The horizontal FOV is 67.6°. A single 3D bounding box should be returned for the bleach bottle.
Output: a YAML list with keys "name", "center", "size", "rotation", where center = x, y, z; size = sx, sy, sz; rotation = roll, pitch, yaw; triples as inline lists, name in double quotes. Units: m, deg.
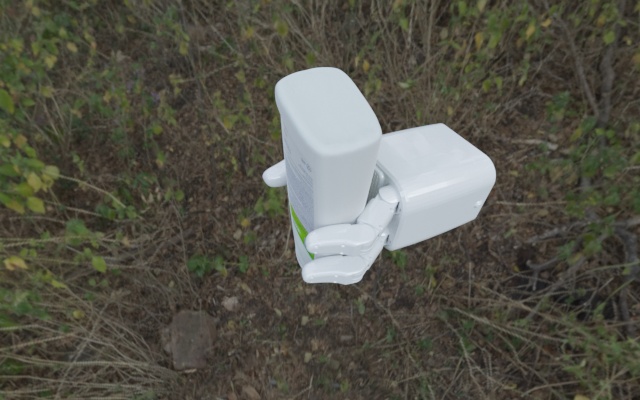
- name: "bleach bottle"
  center: [0.000, 0.002, 0.474]
  size: [0.068, 0.102, 0.251]
  rotation: [-17, -34, -16]
